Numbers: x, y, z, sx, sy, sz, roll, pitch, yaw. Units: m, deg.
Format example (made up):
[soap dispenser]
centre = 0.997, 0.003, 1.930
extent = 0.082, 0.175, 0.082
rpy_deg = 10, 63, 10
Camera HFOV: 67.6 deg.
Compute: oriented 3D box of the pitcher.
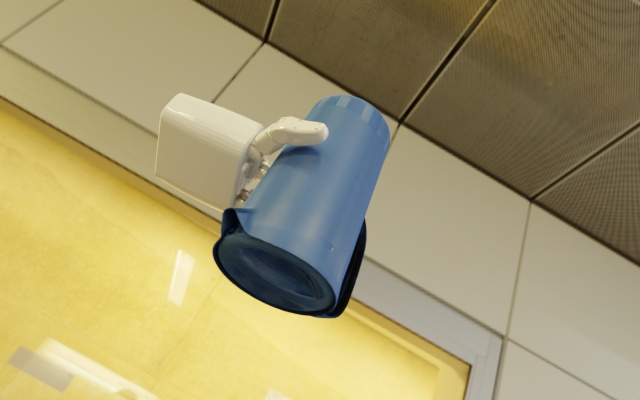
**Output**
[pitcher]
centre = 0.000, 0.002, 0.538
extent = 0.145, 0.242, 0.149
rpy_deg = 23, -35, 6
